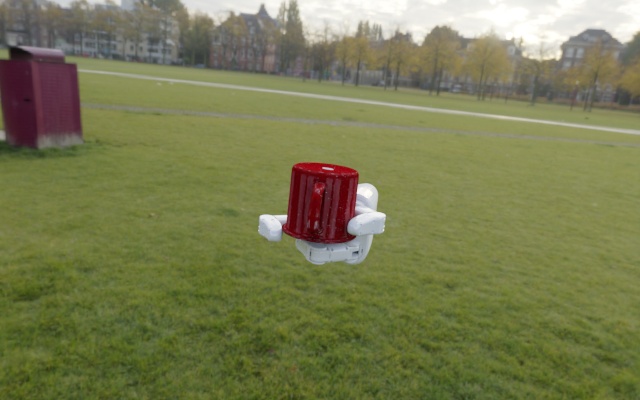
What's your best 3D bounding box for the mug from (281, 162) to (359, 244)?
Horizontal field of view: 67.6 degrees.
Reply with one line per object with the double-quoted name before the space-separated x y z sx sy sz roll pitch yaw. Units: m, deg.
"mug" 0.000 0.002 0.567 0.093 0.081 0.117 8 13 9
